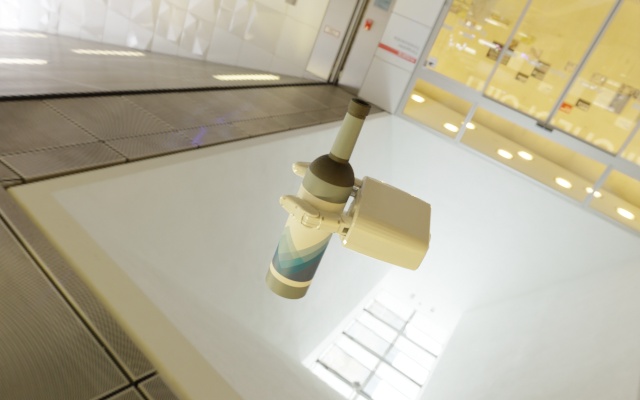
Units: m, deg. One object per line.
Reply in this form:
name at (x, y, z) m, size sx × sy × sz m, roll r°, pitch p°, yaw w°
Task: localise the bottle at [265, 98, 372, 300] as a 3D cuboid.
bottle at (0.000, 0.002, 0.652) m, size 0.069 × 0.296 × 0.069 m, roll 18°, pitch 25°, yaw -9°
